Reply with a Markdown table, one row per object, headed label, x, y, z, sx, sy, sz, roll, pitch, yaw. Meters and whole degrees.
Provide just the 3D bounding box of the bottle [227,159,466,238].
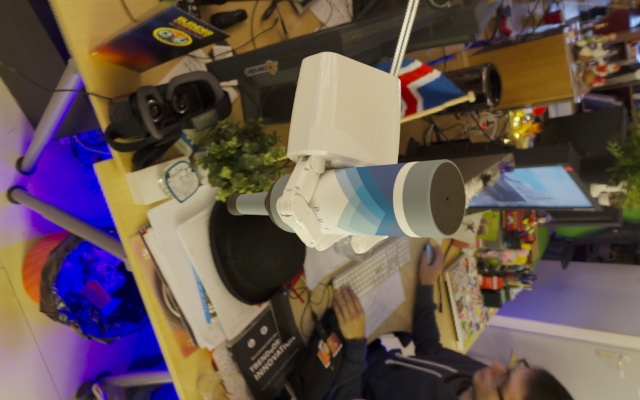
| label | x | y | z | sx | sy | sz | roll | pitch | yaw |
| --- | --- | --- | --- | --- | --- | --- | --- | --- | --- |
| bottle | 0.000 | 0.002 | 0.502 | 0.296 | 0.069 | 0.069 | -2 | -1 | 43 |
